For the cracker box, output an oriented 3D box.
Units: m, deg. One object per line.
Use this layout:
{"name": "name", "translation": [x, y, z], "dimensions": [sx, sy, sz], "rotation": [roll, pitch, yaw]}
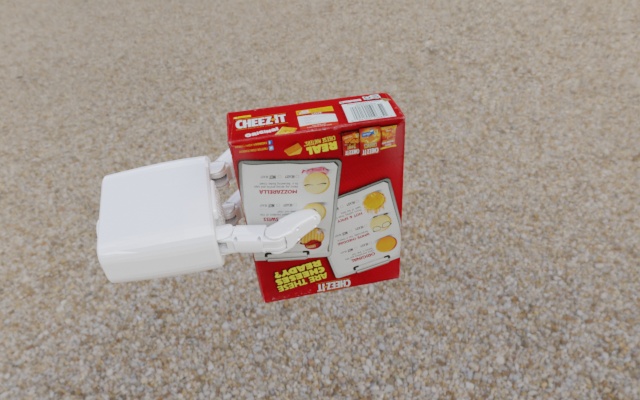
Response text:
{"name": "cracker box", "translation": [0.000, 0.002, 0.511], "dimensions": [0.164, 0.214, 0.072], "rotation": [-9, 38, -5]}
